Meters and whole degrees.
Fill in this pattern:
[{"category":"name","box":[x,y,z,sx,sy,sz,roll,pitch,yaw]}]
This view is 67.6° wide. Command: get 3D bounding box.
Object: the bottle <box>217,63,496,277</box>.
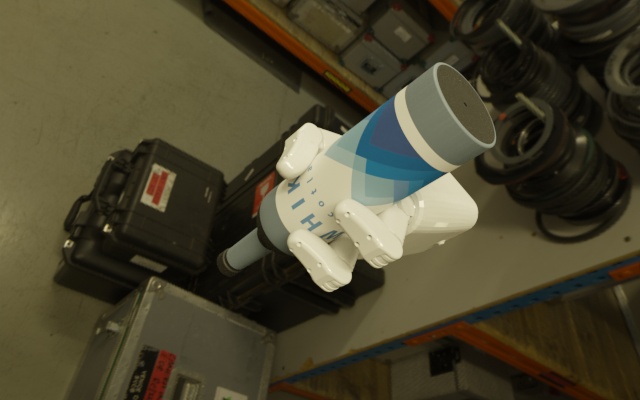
[{"category":"bottle","box":[0.000,0.001,0.405,0.069,0.069,0.296,0,-26,-47]}]
